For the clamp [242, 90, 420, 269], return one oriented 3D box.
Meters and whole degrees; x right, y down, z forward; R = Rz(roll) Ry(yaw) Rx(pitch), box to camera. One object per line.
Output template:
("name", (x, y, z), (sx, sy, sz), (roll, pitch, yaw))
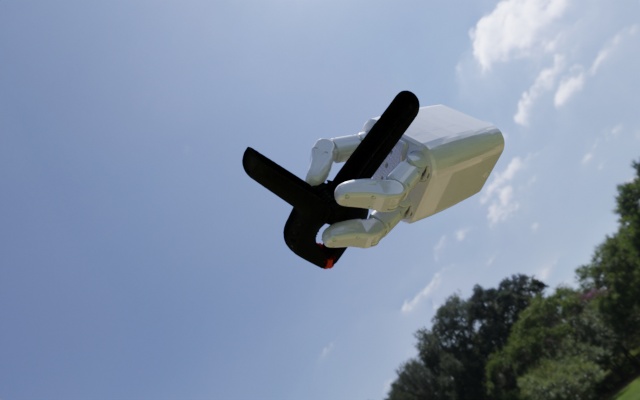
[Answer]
("clamp", (0.000, 0.001, 0.449), (0.164, 0.210, 0.036), (-18, 53, -27))
